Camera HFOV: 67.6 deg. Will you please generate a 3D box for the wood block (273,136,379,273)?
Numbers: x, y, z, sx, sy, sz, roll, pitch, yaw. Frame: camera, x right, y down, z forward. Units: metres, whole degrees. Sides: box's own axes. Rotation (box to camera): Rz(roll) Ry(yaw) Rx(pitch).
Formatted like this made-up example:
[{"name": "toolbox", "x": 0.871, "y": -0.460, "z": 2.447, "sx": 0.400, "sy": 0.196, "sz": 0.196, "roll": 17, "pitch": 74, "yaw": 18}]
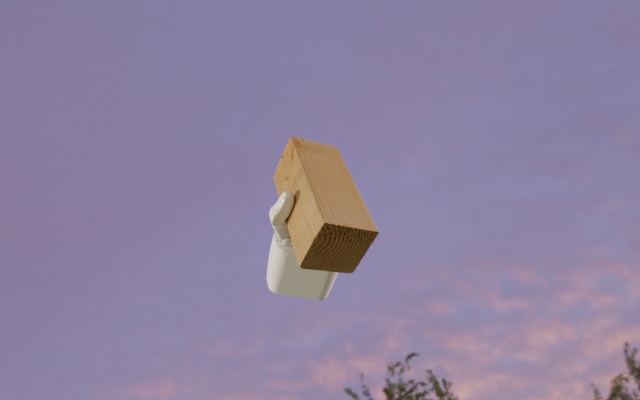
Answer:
[{"name": "wood block", "x": 0.000, "y": 0.003, "z": 0.733, "sx": 0.091, "sy": 0.090, "sz": 0.206, "roll": 10, "pitch": 36, "yaw": -27}]
